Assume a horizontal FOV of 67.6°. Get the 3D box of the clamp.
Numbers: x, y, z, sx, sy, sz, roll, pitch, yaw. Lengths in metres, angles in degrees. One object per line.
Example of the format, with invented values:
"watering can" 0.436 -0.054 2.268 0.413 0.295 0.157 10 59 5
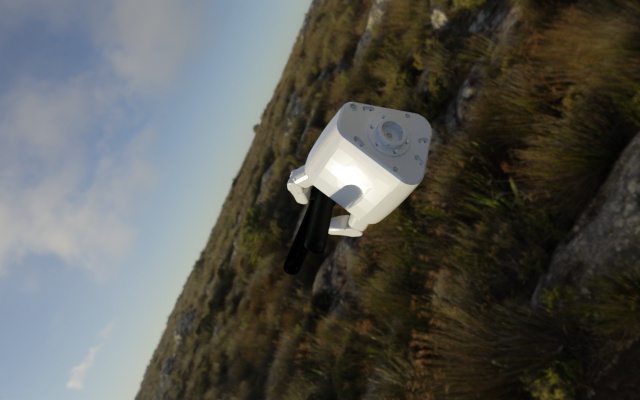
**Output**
"clamp" 0.000 0.001 0.658 0.036 0.210 0.165 23 -29 -8
